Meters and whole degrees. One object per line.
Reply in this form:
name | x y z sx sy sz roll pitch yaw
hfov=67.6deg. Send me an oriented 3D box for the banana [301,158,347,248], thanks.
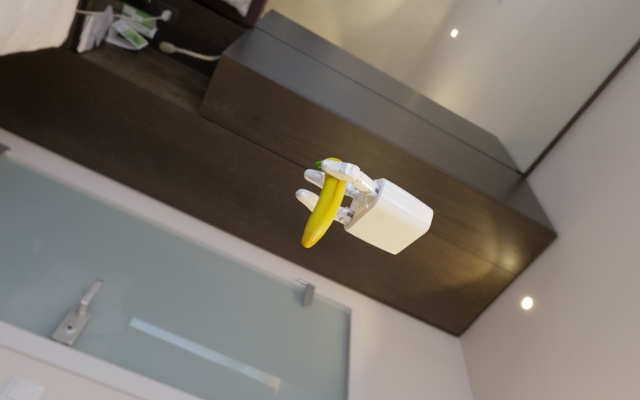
banana | 0.011 -0.010 0.771 0.037 0.197 0.070 32 -49 -19
